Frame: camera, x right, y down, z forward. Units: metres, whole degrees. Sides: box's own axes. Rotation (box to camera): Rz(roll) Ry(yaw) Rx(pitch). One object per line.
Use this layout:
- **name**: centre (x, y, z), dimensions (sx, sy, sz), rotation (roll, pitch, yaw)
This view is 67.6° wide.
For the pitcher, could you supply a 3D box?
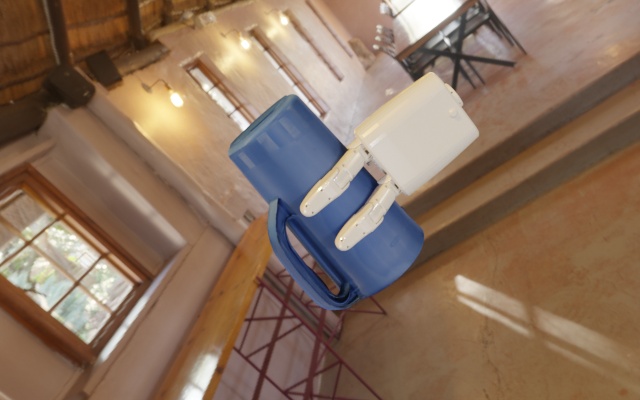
- **pitcher**: centre (0.000, 0.002, 0.576), dimensions (0.145, 0.243, 0.149), rotation (-39, 16, 10)
